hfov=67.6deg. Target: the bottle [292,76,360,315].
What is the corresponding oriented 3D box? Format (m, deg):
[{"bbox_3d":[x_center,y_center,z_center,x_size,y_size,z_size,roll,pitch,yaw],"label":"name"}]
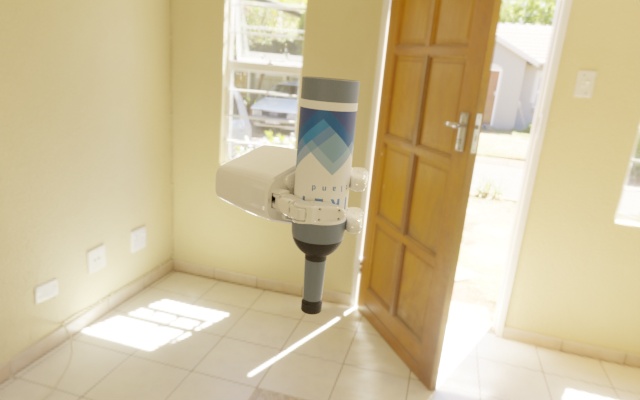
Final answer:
[{"bbox_3d":[0.000,0.002,0.586,0.069,0.296,0.069,5,16,-1],"label":"bottle"}]
